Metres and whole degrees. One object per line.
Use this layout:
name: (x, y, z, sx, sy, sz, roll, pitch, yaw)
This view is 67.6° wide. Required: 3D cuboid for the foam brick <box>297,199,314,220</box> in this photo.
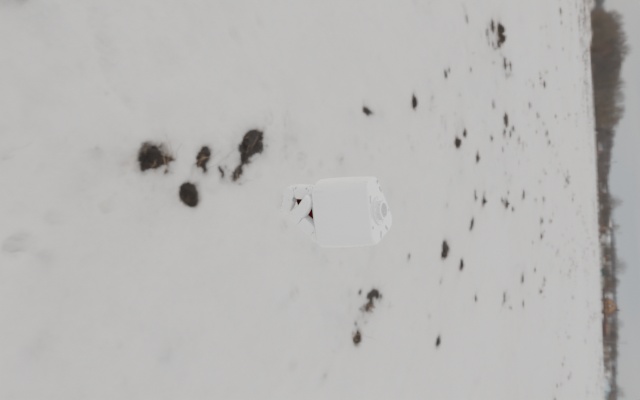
foam brick: (0.000, 0.003, 0.888, 0.051, 0.053, 0.078, -4, 21, 32)
